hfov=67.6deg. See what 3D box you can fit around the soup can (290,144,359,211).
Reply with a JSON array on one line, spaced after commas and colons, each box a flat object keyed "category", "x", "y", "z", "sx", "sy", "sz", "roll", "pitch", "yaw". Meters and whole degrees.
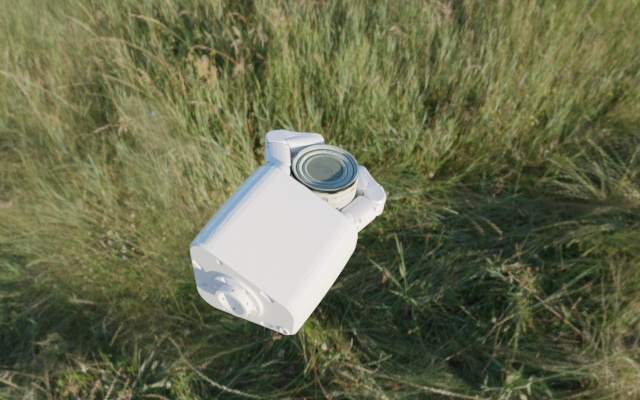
[{"category": "soup can", "x": 0.000, "y": 0.001, "z": 0.491, "sx": 0.068, "sy": 0.068, "sz": 0.102, "roll": 0, "pitch": -43, "yaw": -6}]
